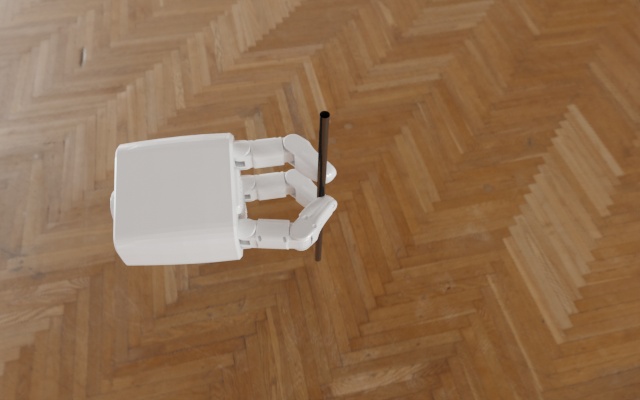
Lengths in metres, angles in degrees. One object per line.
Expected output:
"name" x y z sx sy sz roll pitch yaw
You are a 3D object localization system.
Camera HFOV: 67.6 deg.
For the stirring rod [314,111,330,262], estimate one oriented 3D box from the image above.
"stirring rod" 0.000 0.002 0.464 0.011 0.011 0.240 0 -34 -2
